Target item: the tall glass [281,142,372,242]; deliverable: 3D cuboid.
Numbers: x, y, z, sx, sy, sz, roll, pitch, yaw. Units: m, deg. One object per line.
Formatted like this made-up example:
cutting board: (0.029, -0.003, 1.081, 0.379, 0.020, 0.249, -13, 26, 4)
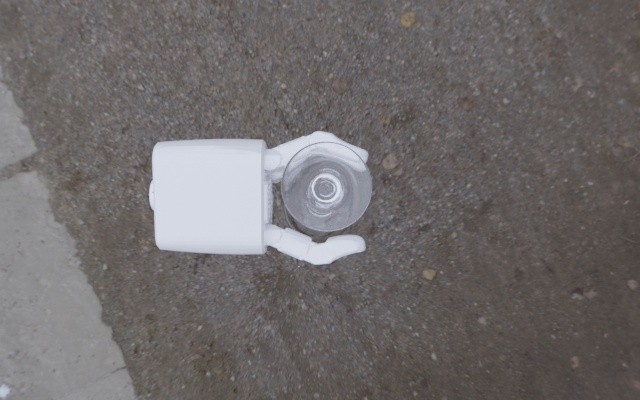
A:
tall glass: (0.000, 0.002, 0.485, 0.079, 0.079, 0.201, 0, -8, -2)
